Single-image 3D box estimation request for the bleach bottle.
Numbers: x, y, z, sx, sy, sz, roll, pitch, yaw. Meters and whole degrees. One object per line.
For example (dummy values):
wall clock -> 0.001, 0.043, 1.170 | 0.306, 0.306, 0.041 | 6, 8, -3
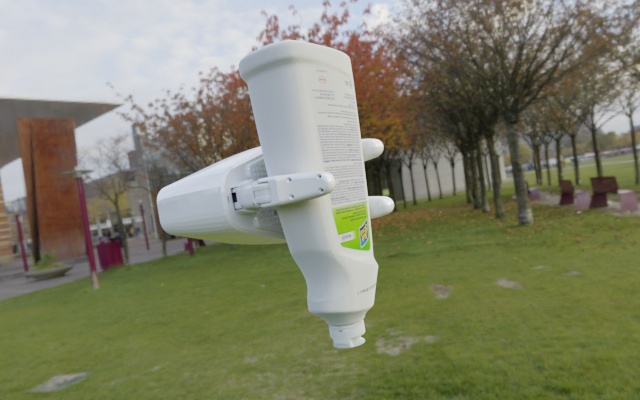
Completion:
bleach bottle -> 0.000, 0.001, 0.408 | 0.068, 0.251, 0.102 | -9, 0, 39
